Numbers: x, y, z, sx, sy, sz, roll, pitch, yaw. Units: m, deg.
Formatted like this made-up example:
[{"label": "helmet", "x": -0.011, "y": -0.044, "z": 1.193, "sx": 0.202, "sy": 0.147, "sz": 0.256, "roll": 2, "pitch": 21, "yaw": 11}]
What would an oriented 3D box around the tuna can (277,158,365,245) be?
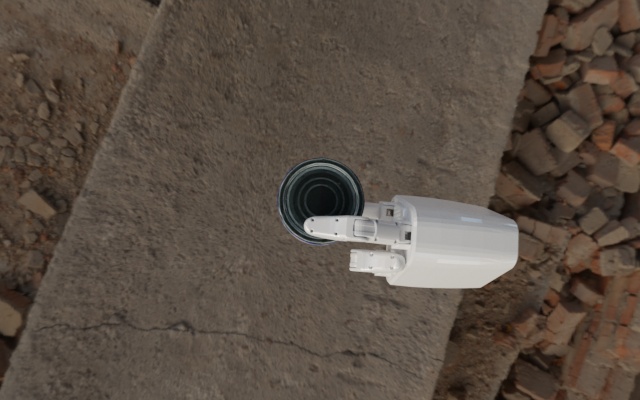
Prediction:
[{"label": "tuna can", "x": 0.000, "y": 0.001, "z": 0.471, "sx": 0.086, "sy": 0.086, "sz": 0.034, "roll": 0, "pitch": -5, "yaw": -2}]
